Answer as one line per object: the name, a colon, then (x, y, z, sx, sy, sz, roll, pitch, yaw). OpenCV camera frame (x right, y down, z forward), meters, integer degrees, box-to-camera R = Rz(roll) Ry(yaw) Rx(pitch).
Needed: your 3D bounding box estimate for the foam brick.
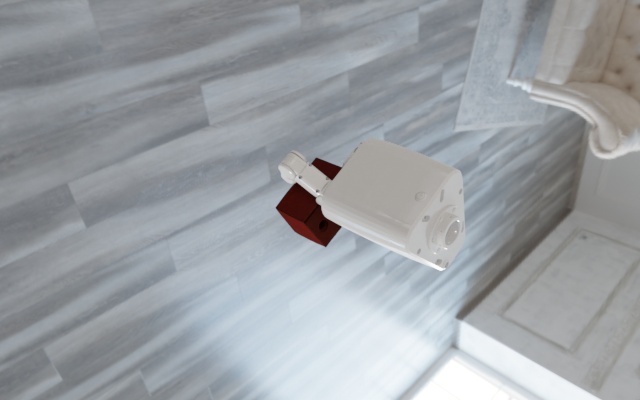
foam brick: (0.000, 0.002, 0.529, 0.051, 0.078, 0.053, 26, -18, 41)
